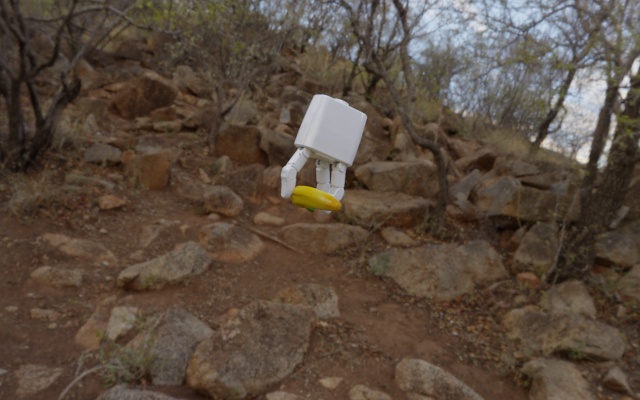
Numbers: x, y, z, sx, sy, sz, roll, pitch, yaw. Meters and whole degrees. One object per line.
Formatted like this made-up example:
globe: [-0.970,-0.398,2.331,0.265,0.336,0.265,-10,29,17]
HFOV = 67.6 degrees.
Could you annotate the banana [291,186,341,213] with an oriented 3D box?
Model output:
banana: [-0.018,-0.003,0.888,0.069,0.037,0.198,20,-5,-13]
